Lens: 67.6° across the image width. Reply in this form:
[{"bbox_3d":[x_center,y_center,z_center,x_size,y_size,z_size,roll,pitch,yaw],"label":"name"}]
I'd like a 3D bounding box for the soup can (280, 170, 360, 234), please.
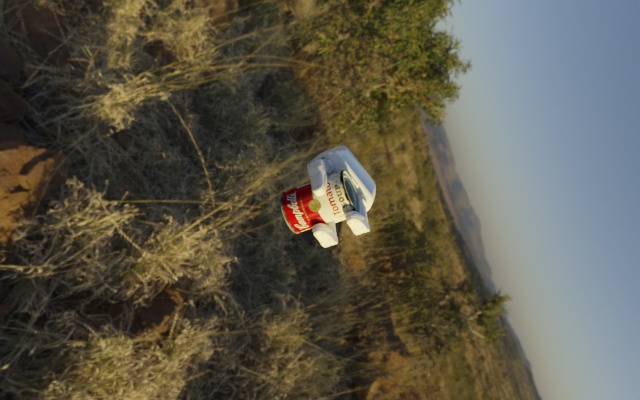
[{"bbox_3d":[0.000,0.002,0.716,0.102,0.068,0.068,-20,-6,16],"label":"soup can"}]
